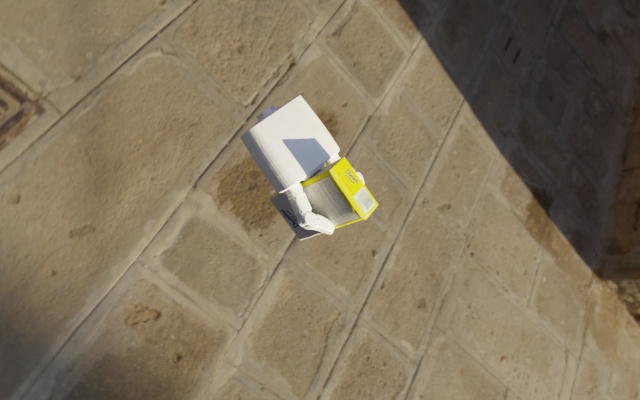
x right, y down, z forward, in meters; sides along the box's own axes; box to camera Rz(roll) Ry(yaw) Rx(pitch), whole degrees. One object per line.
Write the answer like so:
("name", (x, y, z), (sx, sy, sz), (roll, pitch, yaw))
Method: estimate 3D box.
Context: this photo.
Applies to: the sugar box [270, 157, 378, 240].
("sugar box", (0.000, 0.002, 0.762), (0.048, 0.093, 0.176), (-43, 13, -34))
